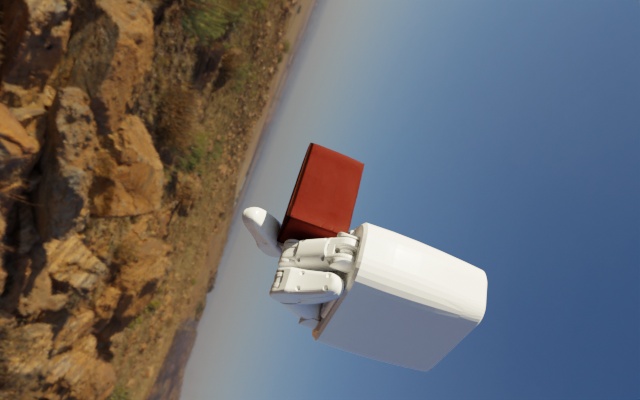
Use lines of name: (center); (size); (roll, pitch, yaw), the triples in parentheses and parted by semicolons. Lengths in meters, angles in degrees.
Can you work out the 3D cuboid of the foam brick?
foam brick: (0.000, 0.001, 0.413); (0.051, 0.078, 0.053); (19, -31, -5)
